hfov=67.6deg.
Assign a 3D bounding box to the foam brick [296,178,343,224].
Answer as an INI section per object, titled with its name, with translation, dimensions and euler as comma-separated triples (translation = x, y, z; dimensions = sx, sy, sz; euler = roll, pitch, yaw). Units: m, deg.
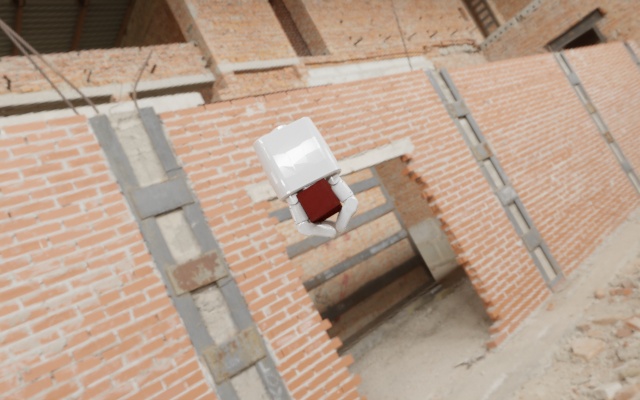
[foam brick]
translation = 0.000, 0.002, 0.760
dimensions = 0.053, 0.051, 0.078
euler = -31, -7, 3
